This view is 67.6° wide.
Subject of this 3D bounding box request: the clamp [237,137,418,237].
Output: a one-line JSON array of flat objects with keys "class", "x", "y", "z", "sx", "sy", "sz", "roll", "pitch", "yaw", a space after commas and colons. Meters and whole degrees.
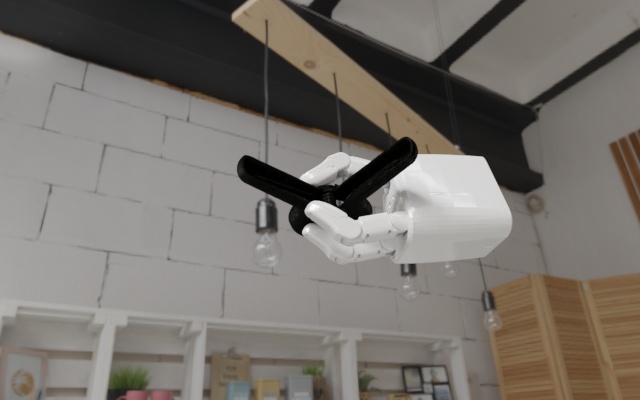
[{"class": "clamp", "x": 0.000, "y": 0.001, "z": 0.509, "sx": 0.164, "sy": 0.036, "sz": 0.210, "roll": -3, "pitch": -27, "yaw": -6}]
